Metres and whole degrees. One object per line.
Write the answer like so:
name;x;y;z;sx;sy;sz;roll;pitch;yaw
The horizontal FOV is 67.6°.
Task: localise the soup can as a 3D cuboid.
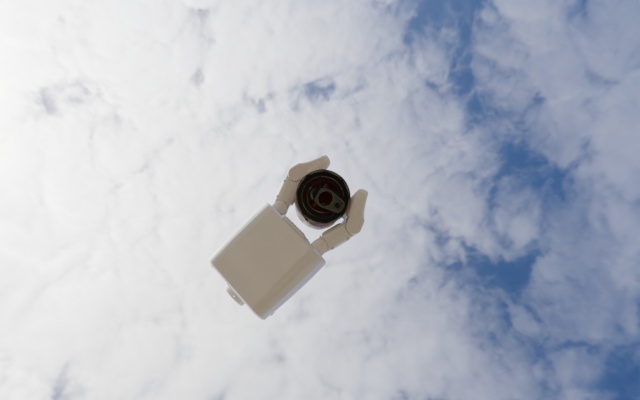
soup can;0.000;0.002;0.631;0.068;0.068;0.102;0;-8;-4
